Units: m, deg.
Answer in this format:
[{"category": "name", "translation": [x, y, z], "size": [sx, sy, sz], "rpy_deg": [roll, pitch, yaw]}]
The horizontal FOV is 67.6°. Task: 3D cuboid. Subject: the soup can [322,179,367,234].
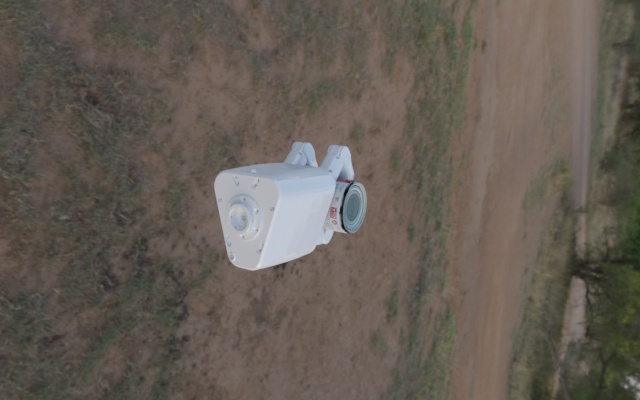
[{"category": "soup can", "translation": [0.001, 0.002, 0.617], "size": [0.102, 0.068, 0.068], "rpy_deg": [9, 4, 30]}]
